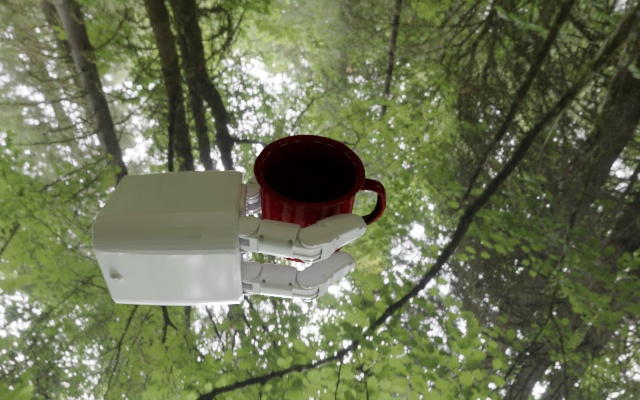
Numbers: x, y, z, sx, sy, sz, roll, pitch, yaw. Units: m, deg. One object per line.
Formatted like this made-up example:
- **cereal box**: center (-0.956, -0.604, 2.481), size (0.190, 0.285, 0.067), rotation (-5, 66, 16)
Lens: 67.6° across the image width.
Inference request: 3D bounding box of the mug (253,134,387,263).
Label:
- **mug**: center (0.001, 0.002, 0.427), size (0.117, 0.082, 0.093), rotation (1, 44, -6)
